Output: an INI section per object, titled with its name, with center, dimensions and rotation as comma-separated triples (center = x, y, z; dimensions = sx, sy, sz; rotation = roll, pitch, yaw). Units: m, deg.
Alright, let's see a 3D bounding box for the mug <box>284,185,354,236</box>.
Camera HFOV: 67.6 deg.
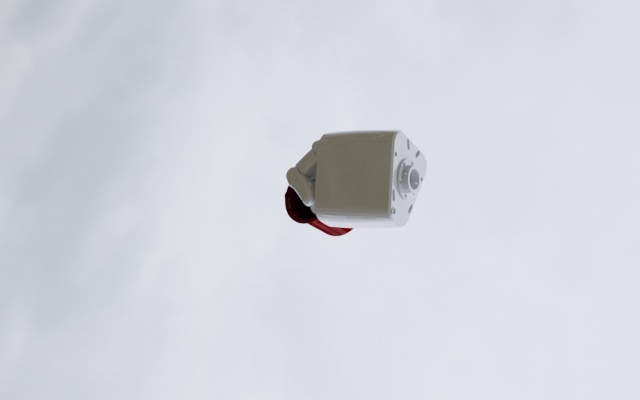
[mug]
center = -0.001, 0.002, 0.695
dimensions = 0.117, 0.093, 0.081
rotation = 1, -20, 39
